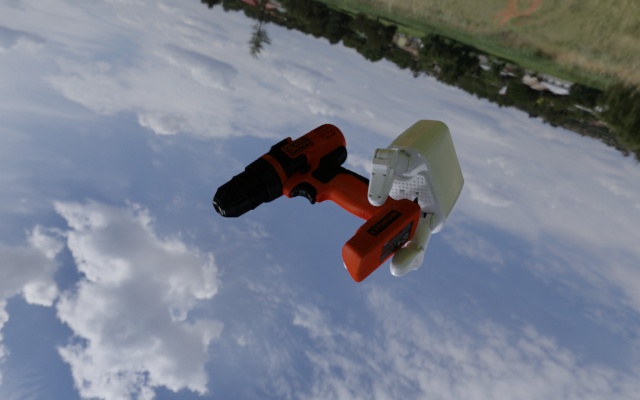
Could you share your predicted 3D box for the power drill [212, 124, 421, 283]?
[{"bbox_3d":[0.001,0.002,0.529,0.184,0.057,0.187,-35,60,-26],"label":"power drill"}]
